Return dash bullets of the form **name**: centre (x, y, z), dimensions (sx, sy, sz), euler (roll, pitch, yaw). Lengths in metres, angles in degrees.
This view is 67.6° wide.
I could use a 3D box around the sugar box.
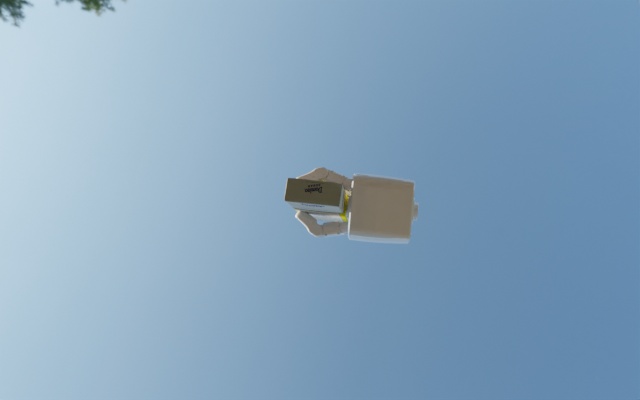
- **sugar box**: centre (0.000, 0.002, 0.844), dimensions (0.093, 0.048, 0.176), euler (6, -12, 9)
